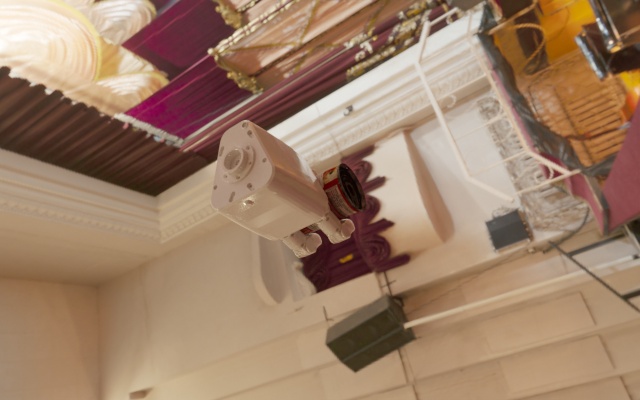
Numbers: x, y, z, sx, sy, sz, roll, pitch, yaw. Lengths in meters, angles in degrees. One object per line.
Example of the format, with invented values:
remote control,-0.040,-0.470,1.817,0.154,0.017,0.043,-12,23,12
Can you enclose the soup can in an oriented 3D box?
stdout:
soup can,0.000,0.002,0.642,0.102,0.068,0.068,-26,-11,23
